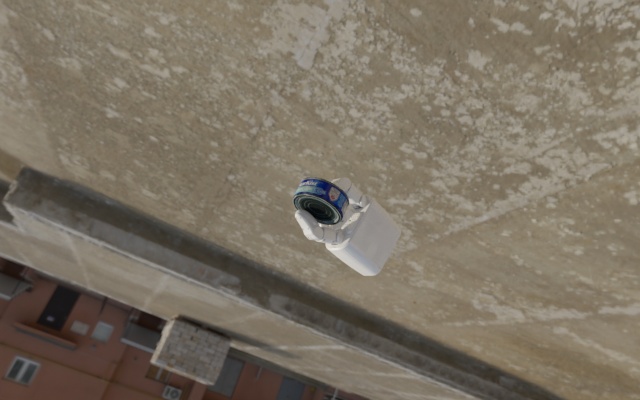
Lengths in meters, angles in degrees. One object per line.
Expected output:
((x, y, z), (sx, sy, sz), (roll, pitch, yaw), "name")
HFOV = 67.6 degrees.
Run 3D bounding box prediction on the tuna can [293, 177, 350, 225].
((0.000, 0.003, 0.755), (0.086, 0.033, 0.086), (19, -28, 11), "tuna can")
